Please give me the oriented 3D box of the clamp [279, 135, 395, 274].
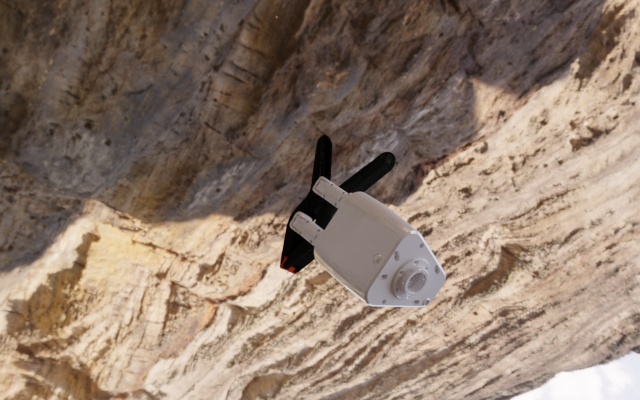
[{"bbox_3d":[0.000,0.003,0.672,0.036,0.210,0.164,30,4,-35],"label":"clamp"}]
